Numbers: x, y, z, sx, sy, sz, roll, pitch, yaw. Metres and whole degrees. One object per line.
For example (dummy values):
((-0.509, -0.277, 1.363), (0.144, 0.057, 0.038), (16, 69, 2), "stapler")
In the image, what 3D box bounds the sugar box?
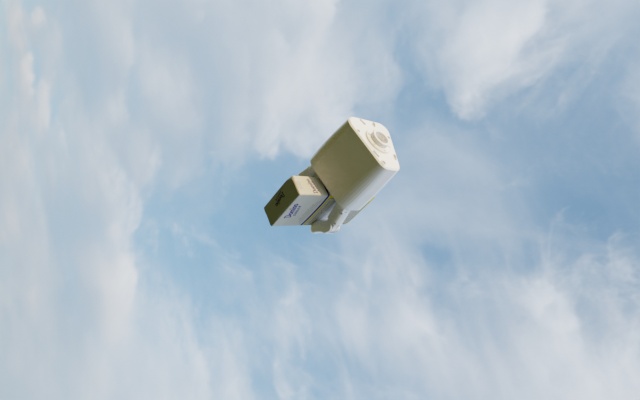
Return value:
((0.000, 0.002, 0.824), (0.176, 0.048, 0.093), (4, -39, -41), "sugar box")
